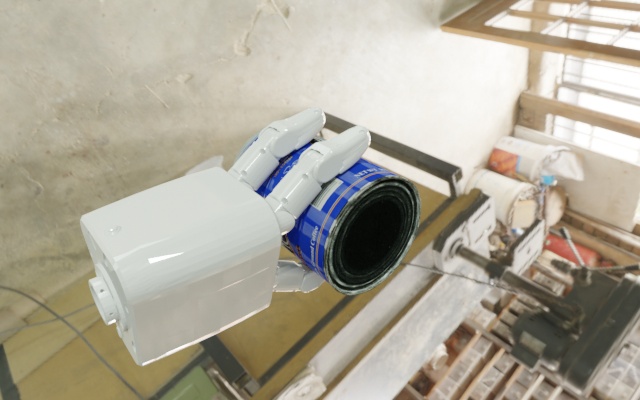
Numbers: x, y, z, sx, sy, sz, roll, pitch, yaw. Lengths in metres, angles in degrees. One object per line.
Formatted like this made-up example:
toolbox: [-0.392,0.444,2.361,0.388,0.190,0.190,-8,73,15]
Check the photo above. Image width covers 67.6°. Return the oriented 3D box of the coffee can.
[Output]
coffee can: [0.000,0.001,0.415,0.103,0.103,0.140,0,23,-43]
